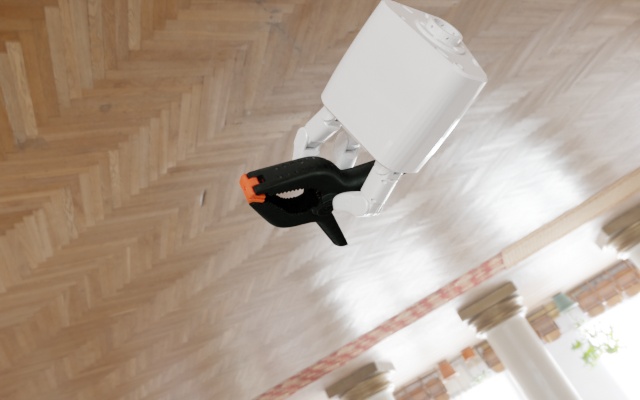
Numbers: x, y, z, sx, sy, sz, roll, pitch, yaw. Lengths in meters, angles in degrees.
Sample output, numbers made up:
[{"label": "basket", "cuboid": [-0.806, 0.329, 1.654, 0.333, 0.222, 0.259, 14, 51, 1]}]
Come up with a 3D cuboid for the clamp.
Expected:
[{"label": "clamp", "cuboid": [0.000, 0.002, 0.529, 0.210, 0.036, 0.165, -1, -42, -38]}]
